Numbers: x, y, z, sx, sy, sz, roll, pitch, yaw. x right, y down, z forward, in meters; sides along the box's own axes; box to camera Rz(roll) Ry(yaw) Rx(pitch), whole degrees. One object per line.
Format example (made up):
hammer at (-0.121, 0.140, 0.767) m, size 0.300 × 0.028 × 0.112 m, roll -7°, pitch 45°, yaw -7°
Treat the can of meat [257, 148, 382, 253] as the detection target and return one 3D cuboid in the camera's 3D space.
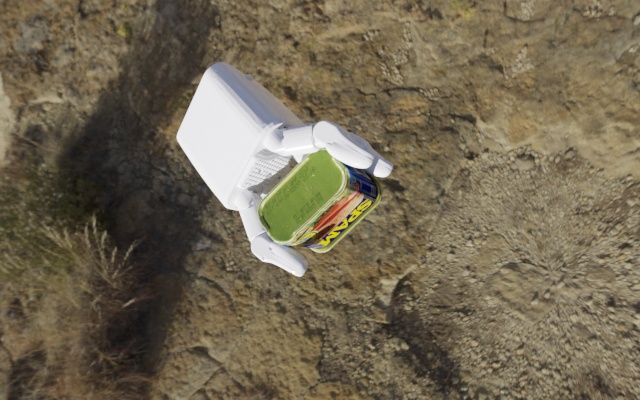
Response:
can of meat at (0.000, 0.002, 0.465) m, size 0.102 × 0.057 × 0.084 m, roll -44°, pitch -24°, yaw 14°
